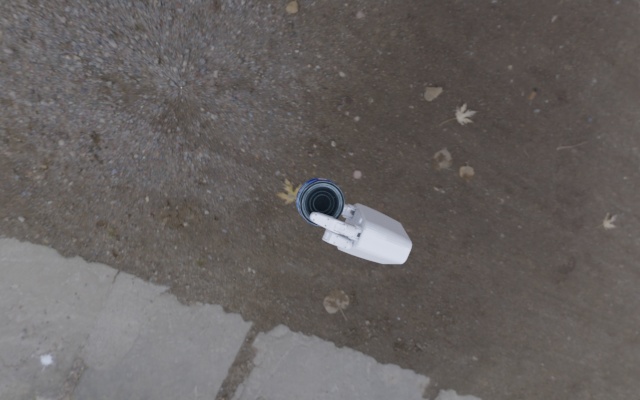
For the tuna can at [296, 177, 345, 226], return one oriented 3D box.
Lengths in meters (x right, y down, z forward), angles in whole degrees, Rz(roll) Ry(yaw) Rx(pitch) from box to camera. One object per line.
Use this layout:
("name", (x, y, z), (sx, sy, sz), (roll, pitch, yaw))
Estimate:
("tuna can", (0.000, 0.003, 0.863), (0.086, 0.086, 0.033), (0, 11, -11))
